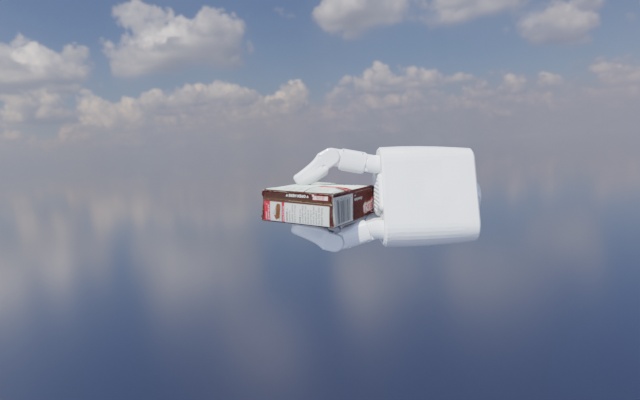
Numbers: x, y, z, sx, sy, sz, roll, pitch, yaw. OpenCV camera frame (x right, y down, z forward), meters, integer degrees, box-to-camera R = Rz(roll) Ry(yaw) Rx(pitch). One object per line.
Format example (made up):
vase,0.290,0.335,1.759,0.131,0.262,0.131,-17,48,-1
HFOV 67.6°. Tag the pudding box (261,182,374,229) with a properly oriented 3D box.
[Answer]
pudding box,0.000,0.002,0.545,0.090,0.039,0.113,4,7,27
